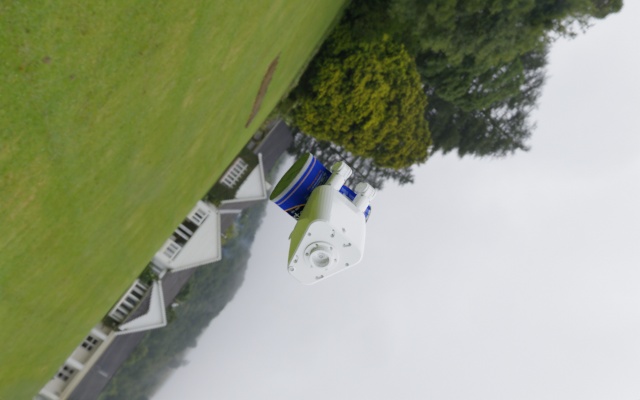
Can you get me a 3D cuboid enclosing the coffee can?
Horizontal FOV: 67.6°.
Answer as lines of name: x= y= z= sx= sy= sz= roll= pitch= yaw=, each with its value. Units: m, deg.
coffee can: x=0.000 y=0.002 z=0.804 sx=0.140 sy=0.103 sz=0.103 roll=40 pitch=-12 yaw=-14
